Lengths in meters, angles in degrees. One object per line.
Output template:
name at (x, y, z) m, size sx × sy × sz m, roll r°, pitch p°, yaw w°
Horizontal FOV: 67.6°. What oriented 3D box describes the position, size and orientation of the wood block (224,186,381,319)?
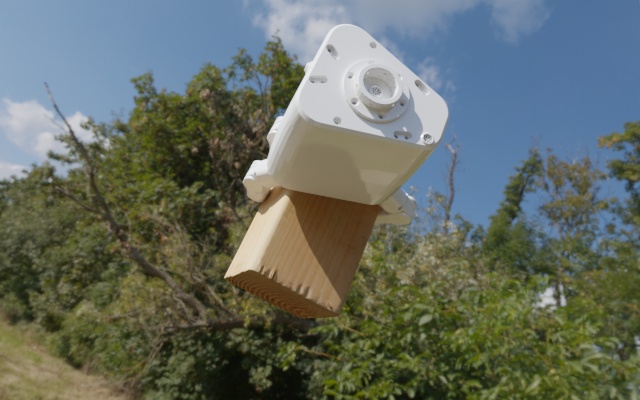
wood block at (0.001, 0.001, 0.471) m, size 0.091 × 0.206 × 0.090 m, roll 32°, pitch -25°, yaw -16°
